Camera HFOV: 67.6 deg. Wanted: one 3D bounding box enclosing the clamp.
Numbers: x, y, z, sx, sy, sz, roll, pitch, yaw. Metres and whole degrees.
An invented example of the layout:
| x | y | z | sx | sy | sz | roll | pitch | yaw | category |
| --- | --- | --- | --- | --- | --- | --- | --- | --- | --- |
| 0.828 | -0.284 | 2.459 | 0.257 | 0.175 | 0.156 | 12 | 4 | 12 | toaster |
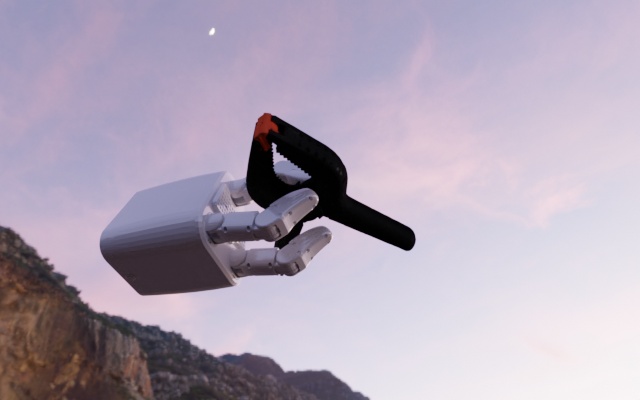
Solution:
| x | y | z | sx | sy | sz | roll | pitch | yaw | category |
| --- | --- | --- | --- | --- | --- | --- | --- | --- | --- |
| 0.000 | 0.001 | 0.461 | 0.164 | 0.036 | 0.210 | -10 | -43 | 12 | clamp |
